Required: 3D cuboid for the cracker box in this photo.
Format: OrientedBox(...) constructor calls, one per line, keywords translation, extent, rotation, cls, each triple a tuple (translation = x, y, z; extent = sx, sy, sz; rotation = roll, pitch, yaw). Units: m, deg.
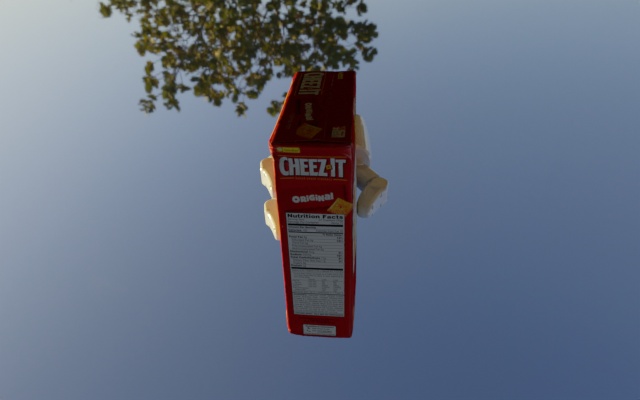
OrientedBox(translation=(0.000, 0.002, 0.473), extent=(0.072, 0.214, 0.164), rotation=(1, 34, 4), cls="cracker box")
